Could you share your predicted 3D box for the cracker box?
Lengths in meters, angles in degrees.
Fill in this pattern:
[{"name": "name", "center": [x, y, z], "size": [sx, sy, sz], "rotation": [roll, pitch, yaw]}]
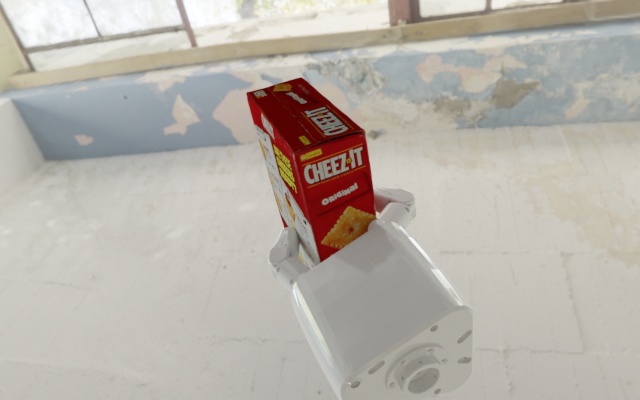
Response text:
[{"name": "cracker box", "center": [0.000, 0.002, 0.491], "size": [0.072, 0.214, 0.164], "rotation": [-20, 35, -12]}]
